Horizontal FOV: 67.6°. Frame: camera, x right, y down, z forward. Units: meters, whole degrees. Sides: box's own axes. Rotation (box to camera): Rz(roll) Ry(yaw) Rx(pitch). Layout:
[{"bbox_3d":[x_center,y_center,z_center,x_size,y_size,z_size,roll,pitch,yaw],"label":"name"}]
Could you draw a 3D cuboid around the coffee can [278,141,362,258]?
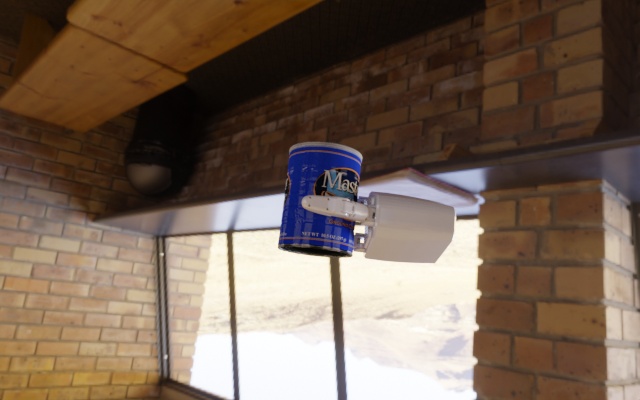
[{"bbox_3d":[0.000,0.002,0.655,0.103,0.140,0.103,6,-12,1],"label":"coffee can"}]
